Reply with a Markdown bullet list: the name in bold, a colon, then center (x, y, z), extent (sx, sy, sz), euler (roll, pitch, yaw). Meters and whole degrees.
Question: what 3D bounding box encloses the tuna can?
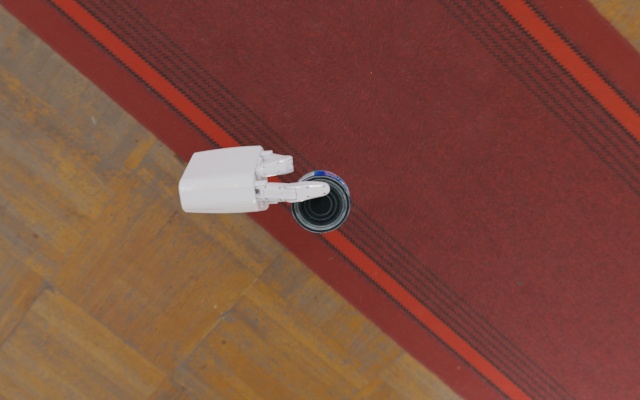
- **tuna can**: center (0.000, 0.002, 0.676), extent (0.086, 0.086, 0.033), euler (0, 15, 0)
